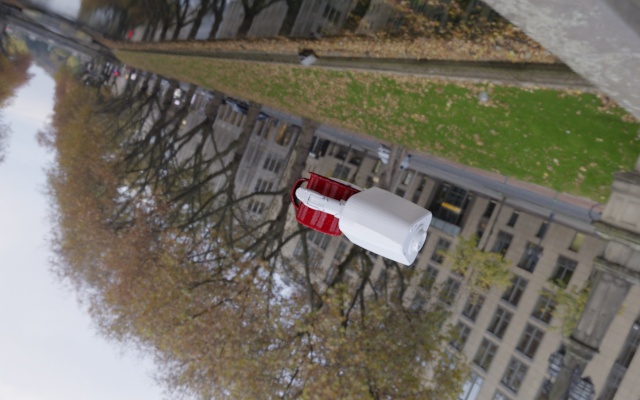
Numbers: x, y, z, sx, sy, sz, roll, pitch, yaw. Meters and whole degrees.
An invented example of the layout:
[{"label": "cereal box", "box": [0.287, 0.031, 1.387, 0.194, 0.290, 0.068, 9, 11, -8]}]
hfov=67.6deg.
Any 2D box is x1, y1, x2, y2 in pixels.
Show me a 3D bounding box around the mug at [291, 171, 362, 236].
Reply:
[{"label": "mug", "box": [-0.001, 0.002, 0.783, 0.117, 0.081, 0.093, 23, 5, 27]}]
